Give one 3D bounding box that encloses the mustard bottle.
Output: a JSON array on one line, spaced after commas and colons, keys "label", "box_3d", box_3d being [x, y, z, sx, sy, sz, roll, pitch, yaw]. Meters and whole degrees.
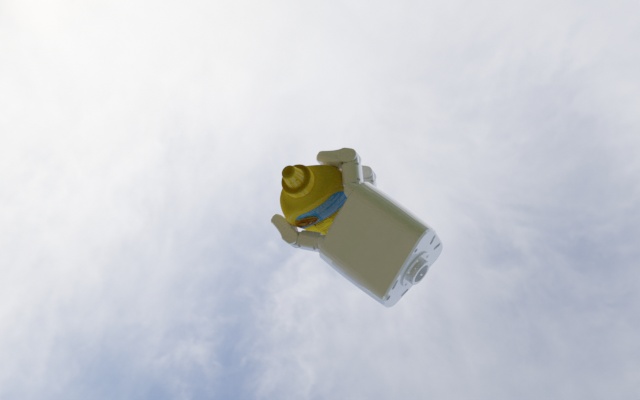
[{"label": "mustard bottle", "box_3d": [0.000, 0.002, 0.639, 0.096, 0.058, 0.192, -31, -31, 10]}]
